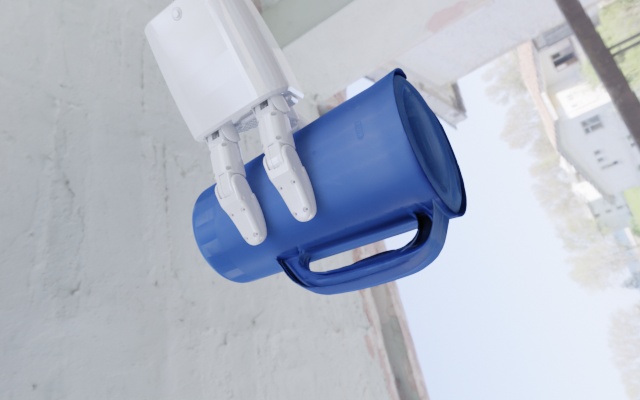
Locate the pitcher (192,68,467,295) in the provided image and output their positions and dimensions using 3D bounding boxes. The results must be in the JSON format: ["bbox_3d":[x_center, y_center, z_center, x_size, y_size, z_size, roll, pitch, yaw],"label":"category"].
[{"bbox_3d":[0.000,0.001,0.438,0.243,0.145,0.149,-25,6,27],"label":"pitcher"}]
